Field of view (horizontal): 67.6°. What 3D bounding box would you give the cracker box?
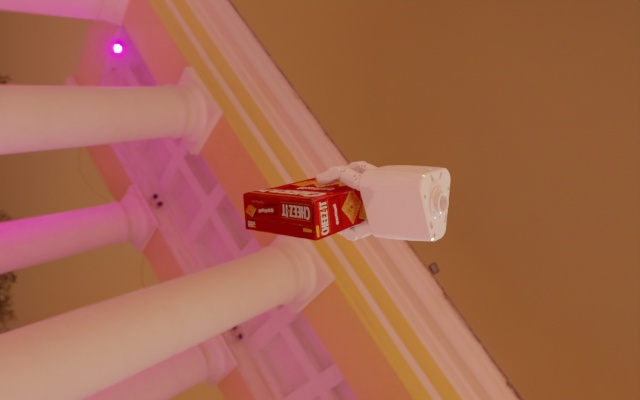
[{"bbox_3d":[0.000,0.003,0.826,0.164,0.072,0.213,5,14,41],"label":"cracker box"}]
